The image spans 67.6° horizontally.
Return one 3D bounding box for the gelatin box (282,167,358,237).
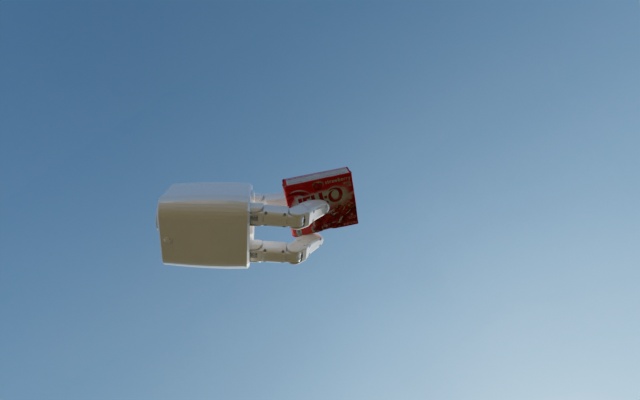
[{"bbox_3d":[0.000,0.002,0.617,0.089,0.073,0.030,-12,23,-5],"label":"gelatin box"}]
